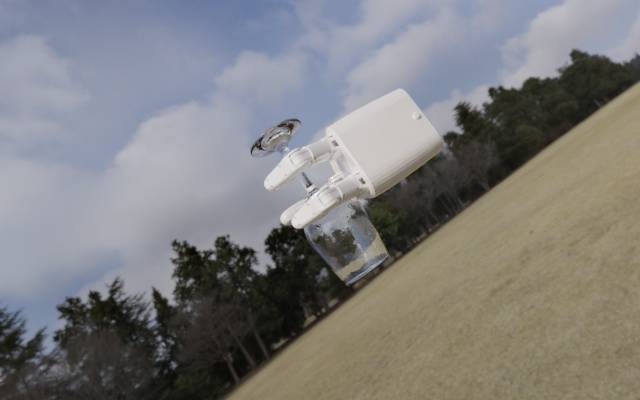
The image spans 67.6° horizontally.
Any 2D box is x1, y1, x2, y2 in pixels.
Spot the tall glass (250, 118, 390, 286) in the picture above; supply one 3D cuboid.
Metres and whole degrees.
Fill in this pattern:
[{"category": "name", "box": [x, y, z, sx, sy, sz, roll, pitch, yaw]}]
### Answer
[{"category": "tall glass", "box": [0.000, 0.001, 0.573, 0.079, 0.201, 0.079, -33, -12, -8]}]
